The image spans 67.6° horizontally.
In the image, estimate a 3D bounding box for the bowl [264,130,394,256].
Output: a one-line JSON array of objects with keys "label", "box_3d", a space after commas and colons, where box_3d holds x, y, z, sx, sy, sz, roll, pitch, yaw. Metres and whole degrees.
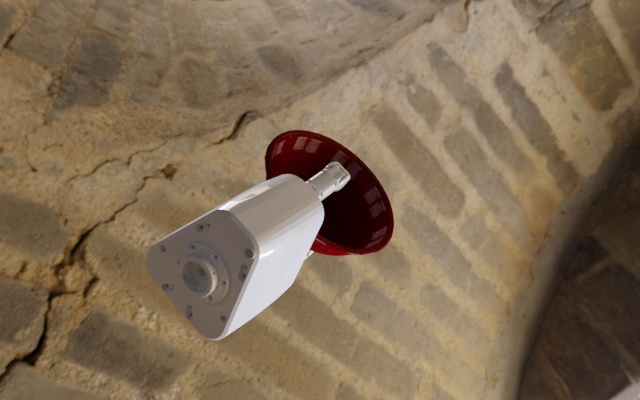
[{"label": "bowl", "box_3d": [0.001, 0.002, 0.516, 0.162, 0.162, 0.055, 0, -36, -41]}]
